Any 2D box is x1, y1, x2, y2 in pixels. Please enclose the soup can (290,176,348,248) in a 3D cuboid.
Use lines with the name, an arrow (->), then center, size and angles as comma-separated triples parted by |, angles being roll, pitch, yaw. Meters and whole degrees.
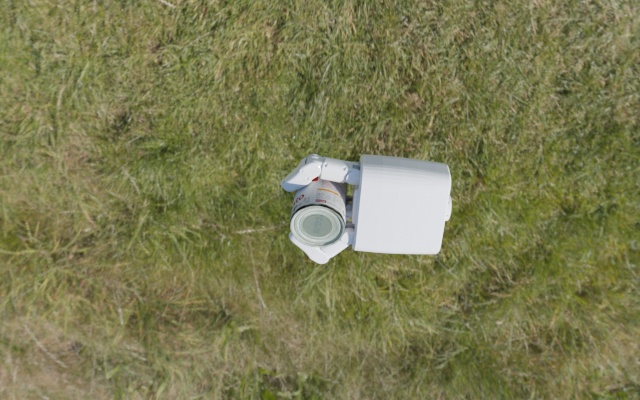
soup can -> 0.000, 0.002, 0.599 | 0.068, 0.069, 0.102 | 0, 37, 5
